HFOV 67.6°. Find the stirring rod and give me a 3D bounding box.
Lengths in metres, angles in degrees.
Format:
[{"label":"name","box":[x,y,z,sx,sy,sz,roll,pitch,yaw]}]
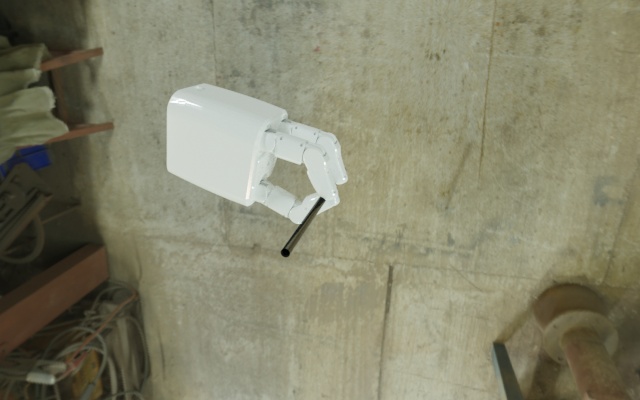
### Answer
[{"label":"stirring rod","box":[0.000,0.002,0.495,0.011,0.011,0.239,0,20,15]}]
